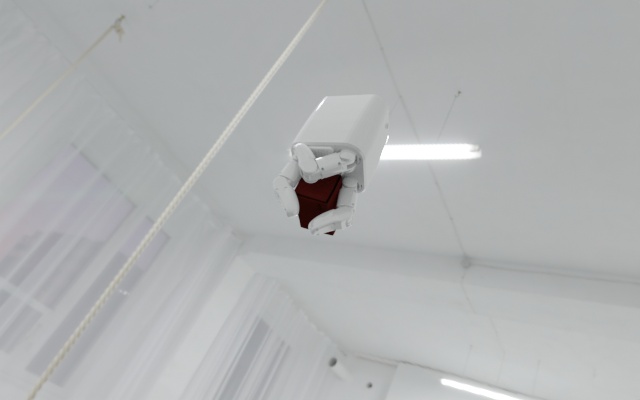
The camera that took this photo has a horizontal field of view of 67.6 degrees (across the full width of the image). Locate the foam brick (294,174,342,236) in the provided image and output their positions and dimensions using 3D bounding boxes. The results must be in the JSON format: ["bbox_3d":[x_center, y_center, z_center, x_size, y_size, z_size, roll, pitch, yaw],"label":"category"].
[{"bbox_3d":[0.000,0.002,0.657,0.053,0.051,0.078,15,-34,18],"label":"foam brick"}]
